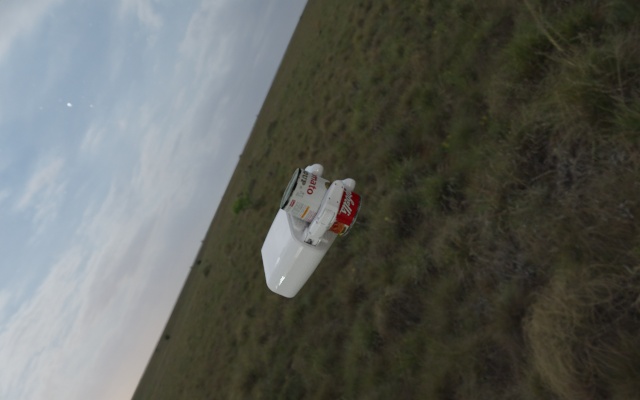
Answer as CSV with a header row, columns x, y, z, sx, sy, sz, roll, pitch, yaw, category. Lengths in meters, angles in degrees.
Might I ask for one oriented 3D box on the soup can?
x,y,z,sx,sy,sz,roll,pitch,yaw,category
0.000,0.002,0.702,0.102,0.068,0.068,24,-5,-11,soup can
